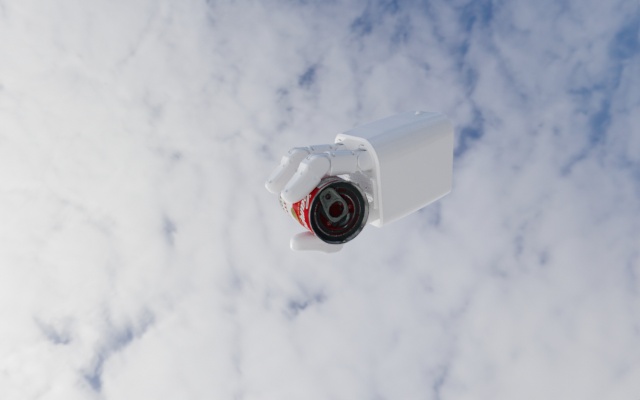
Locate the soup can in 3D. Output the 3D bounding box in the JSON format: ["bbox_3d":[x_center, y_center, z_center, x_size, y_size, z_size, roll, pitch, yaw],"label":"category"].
[{"bbox_3d":[0.000,0.002,0.532,0.068,0.068,0.102,0,13,-24],"label":"soup can"}]
